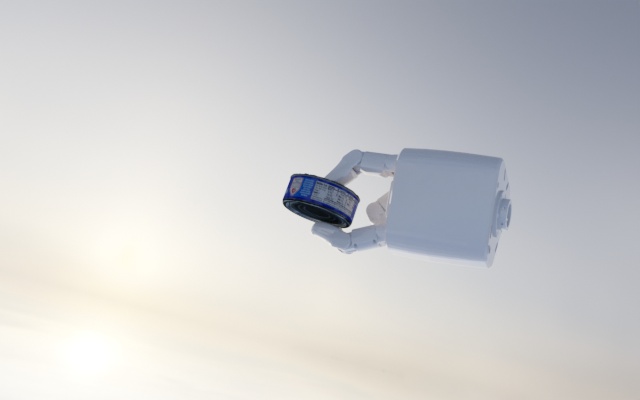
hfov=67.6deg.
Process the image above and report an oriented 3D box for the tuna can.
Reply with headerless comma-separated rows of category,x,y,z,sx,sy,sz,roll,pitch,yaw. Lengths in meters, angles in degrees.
tuna can,0.000,0.002,0.549,0.086,0.033,0.086,18,-14,5
